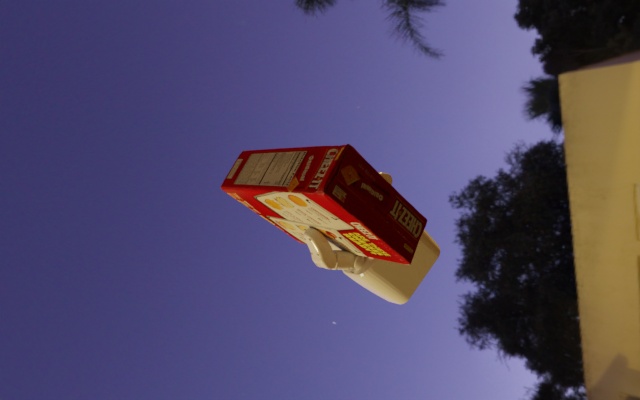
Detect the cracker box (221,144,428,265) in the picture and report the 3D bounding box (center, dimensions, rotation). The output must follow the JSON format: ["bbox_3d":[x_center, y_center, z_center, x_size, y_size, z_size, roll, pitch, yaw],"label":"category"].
[{"bbox_3d":[0.000,0.002,0.603,0.213,0.072,0.164,4,-28,50],"label":"cracker box"}]
